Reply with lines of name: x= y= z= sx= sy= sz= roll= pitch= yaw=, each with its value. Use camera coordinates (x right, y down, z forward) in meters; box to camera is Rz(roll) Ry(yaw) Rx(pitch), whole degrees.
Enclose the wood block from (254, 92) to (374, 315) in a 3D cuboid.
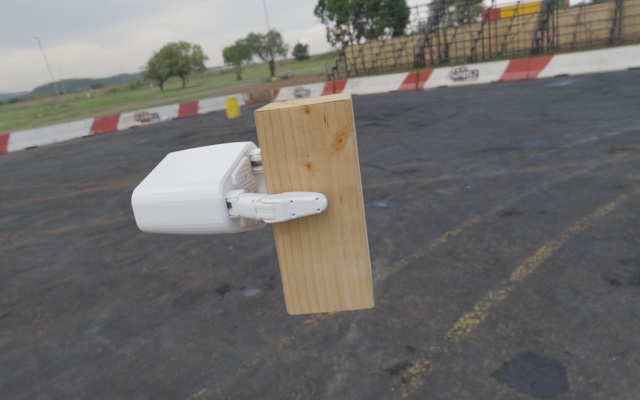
wood block: x=0.000 y=0.002 z=0.491 sx=0.090 sy=0.206 sz=0.090 roll=-6 pitch=16 yaw=7
